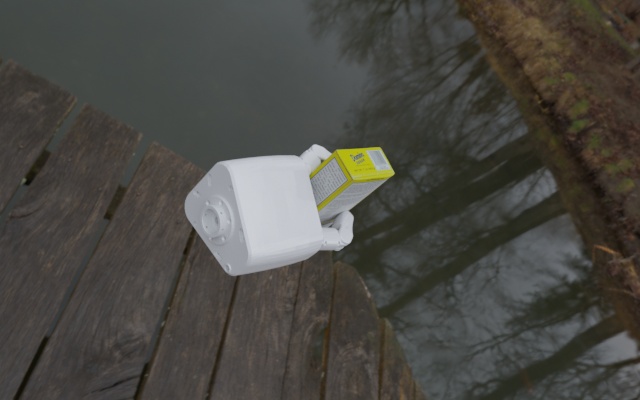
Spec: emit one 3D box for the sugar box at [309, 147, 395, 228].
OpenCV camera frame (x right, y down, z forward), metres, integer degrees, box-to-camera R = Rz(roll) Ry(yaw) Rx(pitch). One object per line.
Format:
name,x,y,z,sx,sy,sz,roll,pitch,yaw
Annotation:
sugar box,0.000,0.001,0.594,0.176,0.048,0.093,-38,-18,36
